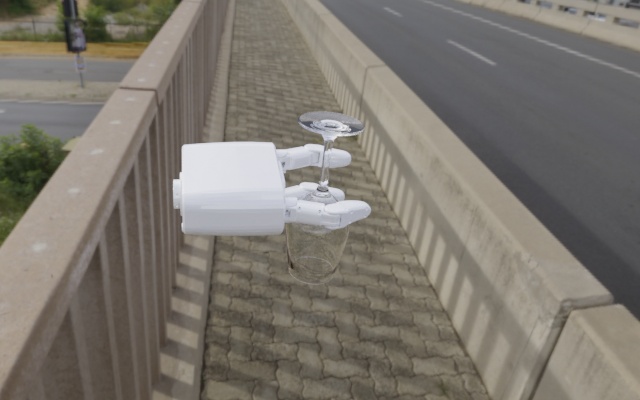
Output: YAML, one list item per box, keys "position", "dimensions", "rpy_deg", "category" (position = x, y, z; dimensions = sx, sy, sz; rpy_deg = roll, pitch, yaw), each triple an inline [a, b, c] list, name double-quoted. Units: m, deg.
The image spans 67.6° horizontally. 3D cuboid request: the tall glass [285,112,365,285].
- position: [0.000, 0.001, 0.570]
  dimensions: [0.079, 0.201, 0.079]
  rpy_deg: [6, 27, -3]
  category: "tall glass"
